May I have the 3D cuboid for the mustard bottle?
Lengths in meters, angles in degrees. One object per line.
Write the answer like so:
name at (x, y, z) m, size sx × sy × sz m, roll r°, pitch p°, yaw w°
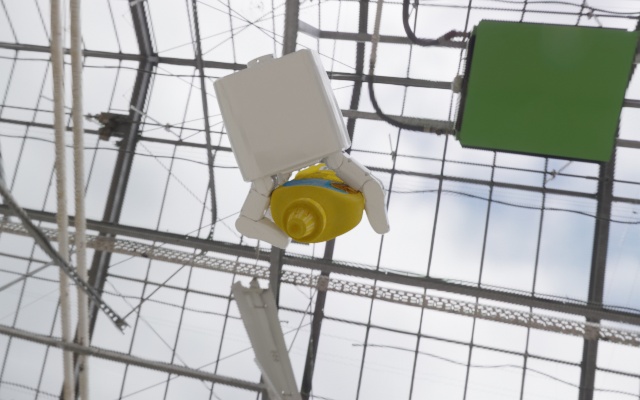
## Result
mustard bottle at (0.000, 0.002, 0.507) m, size 0.096 × 0.058 × 0.191 m, roll 8°, pitch 15°, yaw 11°
